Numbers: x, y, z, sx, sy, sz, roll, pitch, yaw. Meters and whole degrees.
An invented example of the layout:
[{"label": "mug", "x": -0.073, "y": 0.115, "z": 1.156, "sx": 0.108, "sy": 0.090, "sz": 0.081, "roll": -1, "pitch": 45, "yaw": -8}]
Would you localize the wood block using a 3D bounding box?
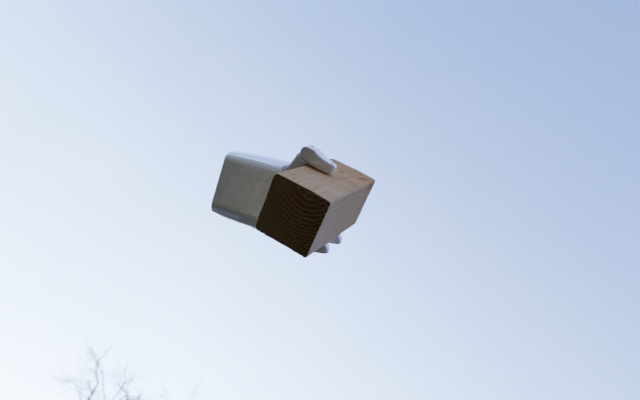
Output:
[{"label": "wood block", "x": 0.000, "y": 0.002, "z": 0.734, "sx": 0.090, "sy": 0.091, "sz": 0.206, "roll": 28, "pitch": 20, "yaw": 16}]
